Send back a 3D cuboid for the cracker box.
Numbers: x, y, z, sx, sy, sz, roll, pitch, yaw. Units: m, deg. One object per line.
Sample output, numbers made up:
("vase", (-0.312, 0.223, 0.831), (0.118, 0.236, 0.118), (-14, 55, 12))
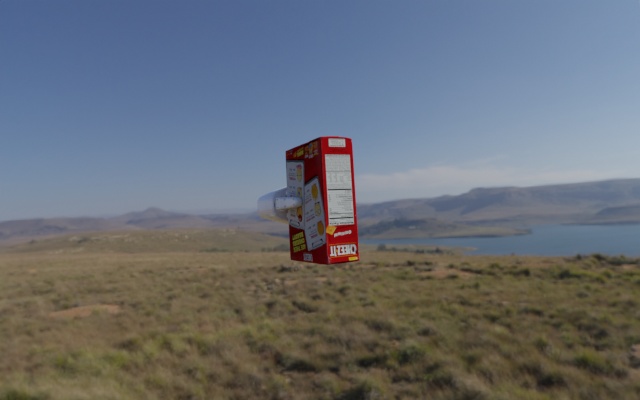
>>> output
("cracker box", (0.000, 0.003, 0.864), (0.072, 0.213, 0.164), (-3, -2, -26))
